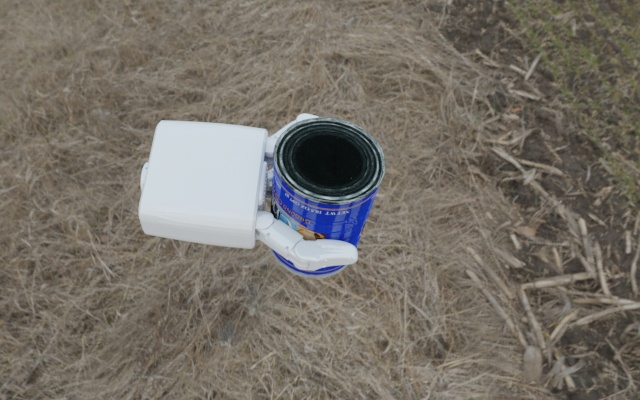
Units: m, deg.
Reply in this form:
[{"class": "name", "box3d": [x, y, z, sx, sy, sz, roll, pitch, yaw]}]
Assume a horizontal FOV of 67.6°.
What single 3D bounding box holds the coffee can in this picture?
[{"class": "coffee can", "box3d": [0.000, 0.002, 0.485, 0.103, 0.102, 0.140, 0, -36, -9]}]
